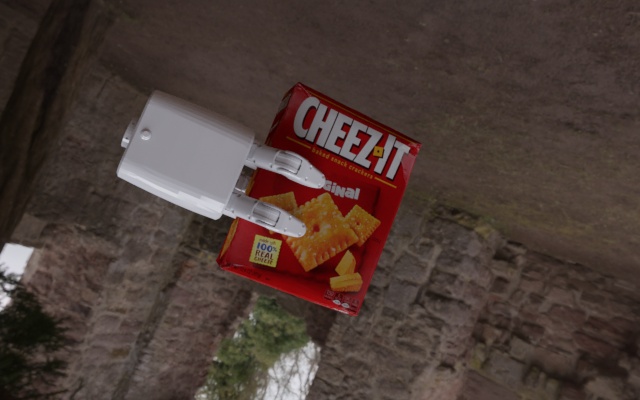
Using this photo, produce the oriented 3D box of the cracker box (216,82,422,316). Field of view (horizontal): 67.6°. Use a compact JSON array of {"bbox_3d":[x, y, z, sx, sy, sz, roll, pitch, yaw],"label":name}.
[{"bbox_3d":[0.000,0.002,0.539,0.164,0.213,0.072,23,-6,-15],"label":"cracker box"}]
